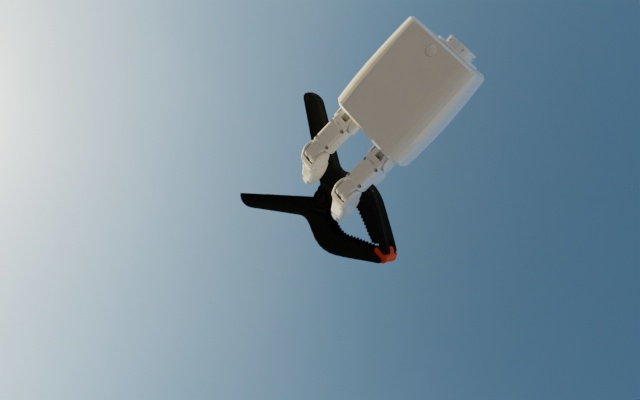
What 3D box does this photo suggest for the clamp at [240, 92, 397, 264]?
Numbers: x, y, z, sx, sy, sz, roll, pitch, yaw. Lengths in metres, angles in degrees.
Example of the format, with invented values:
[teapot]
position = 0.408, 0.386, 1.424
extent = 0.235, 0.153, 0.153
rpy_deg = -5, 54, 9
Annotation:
[clamp]
position = 0.001, 0.002, 0.550
extent = 0.164, 0.210, 0.036
rpy_deg = -48, -23, 23
